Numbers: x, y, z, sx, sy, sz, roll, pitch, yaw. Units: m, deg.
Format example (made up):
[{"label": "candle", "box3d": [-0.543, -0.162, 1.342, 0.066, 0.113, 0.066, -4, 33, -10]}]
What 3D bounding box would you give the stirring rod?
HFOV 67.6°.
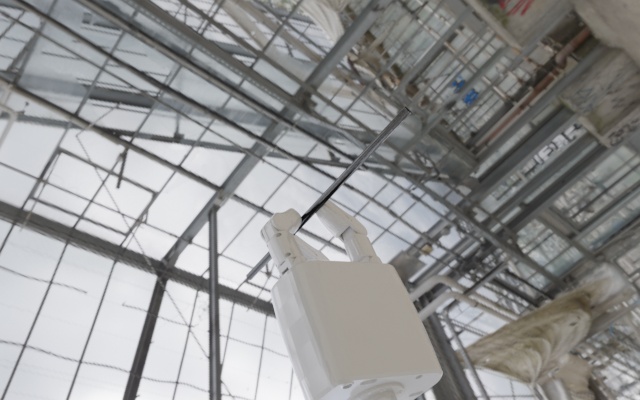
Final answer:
[{"label": "stirring rod", "box3d": [0.000, 0.001, 0.462, 0.239, 0.011, 0.011, -47, -23, 23]}]
